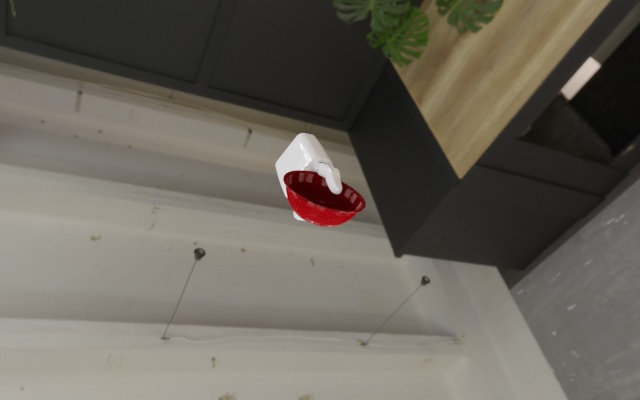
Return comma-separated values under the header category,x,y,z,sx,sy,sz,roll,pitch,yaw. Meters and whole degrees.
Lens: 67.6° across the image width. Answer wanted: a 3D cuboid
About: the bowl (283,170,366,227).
category,x,y,z,sx,sy,sz,roll,pitch,yaw
bowl,0.000,0.004,0.891,0.162,0.055,0.162,17,22,-7
